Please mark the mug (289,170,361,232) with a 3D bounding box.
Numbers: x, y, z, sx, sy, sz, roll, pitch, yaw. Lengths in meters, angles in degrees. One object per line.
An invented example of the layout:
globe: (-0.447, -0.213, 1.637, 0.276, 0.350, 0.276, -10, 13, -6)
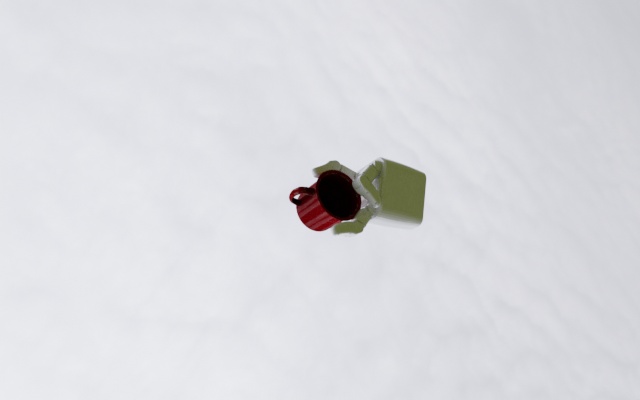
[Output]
mug: (-0.001, 0.003, 0.823, 0.117, 0.093, 0.081, 13, -28, -30)
